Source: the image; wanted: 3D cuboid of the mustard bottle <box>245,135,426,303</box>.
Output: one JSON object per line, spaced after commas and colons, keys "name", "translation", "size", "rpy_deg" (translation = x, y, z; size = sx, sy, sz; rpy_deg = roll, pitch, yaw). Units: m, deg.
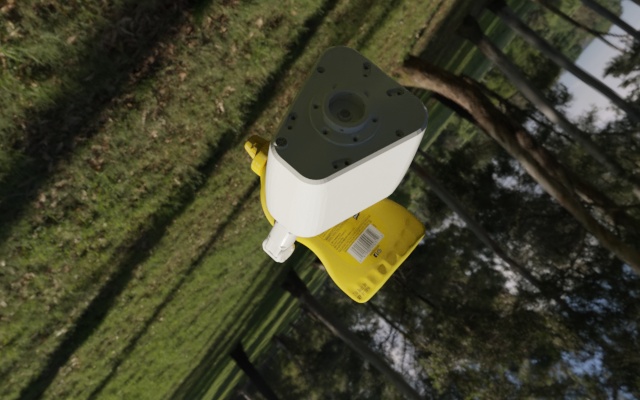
{"name": "mustard bottle", "translation": [0.000, 0.002, 0.464], "size": [0.191, 0.096, 0.058], "rpy_deg": [41, 5, 10]}
